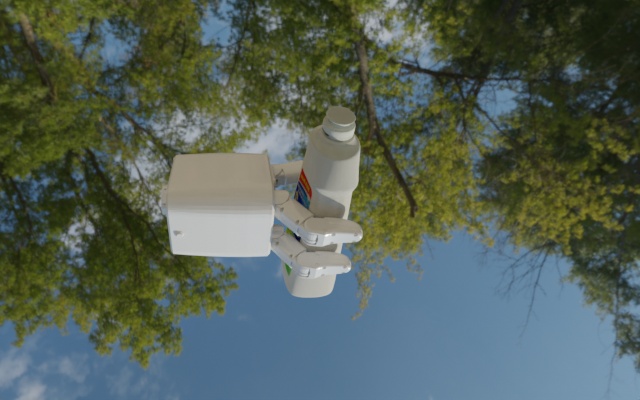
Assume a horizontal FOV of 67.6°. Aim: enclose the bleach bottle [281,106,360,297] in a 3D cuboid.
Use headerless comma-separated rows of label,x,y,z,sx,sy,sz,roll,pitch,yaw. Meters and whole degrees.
bleach bottle,0.000,0.002,0.537,0.068,0.102,0.251,0,-44,-12
